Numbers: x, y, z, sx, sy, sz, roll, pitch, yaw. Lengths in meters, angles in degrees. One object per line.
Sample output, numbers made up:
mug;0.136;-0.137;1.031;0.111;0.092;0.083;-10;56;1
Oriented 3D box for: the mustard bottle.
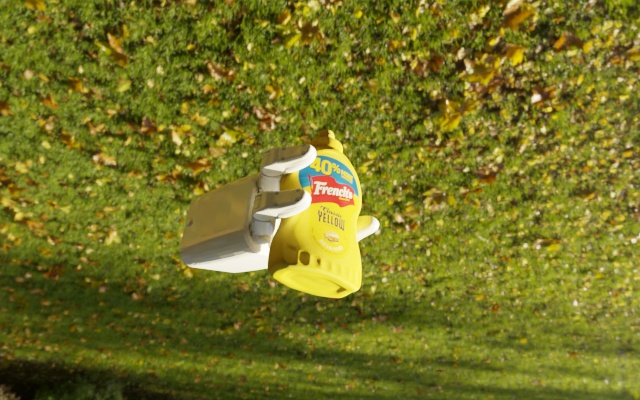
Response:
mustard bottle;0.000;0.002;0.516;0.096;0.191;0.058;22;-36;-25
